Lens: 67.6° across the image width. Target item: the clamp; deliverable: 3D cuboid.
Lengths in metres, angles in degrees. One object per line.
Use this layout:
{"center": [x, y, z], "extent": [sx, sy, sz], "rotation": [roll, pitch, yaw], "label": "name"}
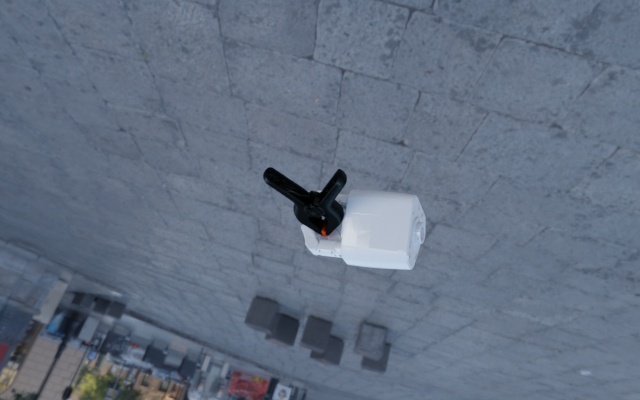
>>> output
{"center": [0.000, 0.003, 0.717], "extent": [0.120, 0.039, 0.172], "rotation": [3, -29, 26], "label": "clamp"}
